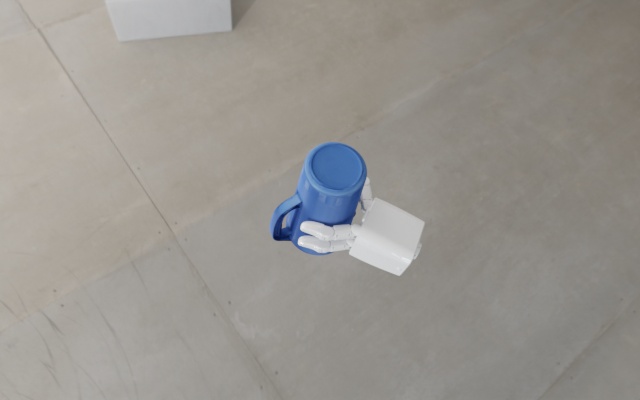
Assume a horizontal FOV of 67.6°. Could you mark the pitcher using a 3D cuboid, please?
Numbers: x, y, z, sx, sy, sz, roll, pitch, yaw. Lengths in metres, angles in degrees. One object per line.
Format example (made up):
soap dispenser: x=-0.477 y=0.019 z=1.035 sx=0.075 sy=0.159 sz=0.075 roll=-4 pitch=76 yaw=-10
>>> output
pitcher: x=0.000 y=0.003 z=0.891 sx=0.145 sy=0.149 sz=0.243 roll=25 pitch=-29 yaw=5
